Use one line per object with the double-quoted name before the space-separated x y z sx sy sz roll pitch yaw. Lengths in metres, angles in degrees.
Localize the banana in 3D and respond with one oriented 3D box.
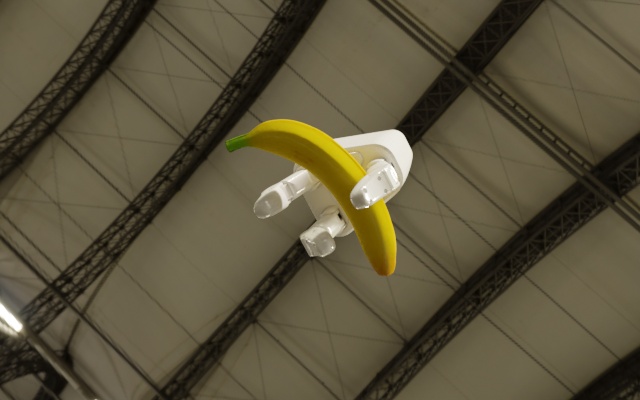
"banana" 0.009 -0.014 0.445 0.198 0.070 0.037 40 16 -2
